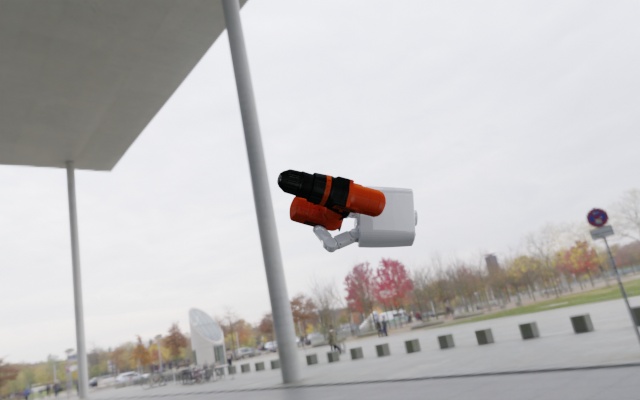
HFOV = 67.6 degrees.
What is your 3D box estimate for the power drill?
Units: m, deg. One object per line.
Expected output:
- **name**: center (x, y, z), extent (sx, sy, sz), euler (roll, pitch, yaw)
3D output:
- **power drill**: center (0.000, 0.003, 0.845), extent (0.184, 0.057, 0.188), euler (16, -15, -12)
